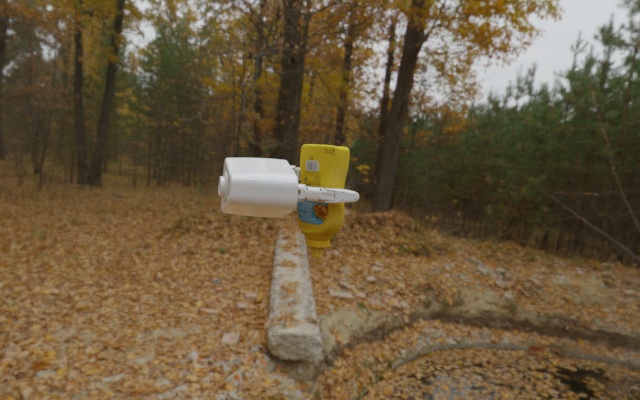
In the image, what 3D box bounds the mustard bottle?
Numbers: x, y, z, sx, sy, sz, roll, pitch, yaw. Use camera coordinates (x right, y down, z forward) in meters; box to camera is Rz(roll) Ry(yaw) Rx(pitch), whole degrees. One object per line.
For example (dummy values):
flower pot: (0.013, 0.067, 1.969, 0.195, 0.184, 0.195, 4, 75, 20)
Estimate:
mustard bottle: (0.000, 0.002, 0.809, 0.058, 0.191, 0.096, 0, 6, -42)
